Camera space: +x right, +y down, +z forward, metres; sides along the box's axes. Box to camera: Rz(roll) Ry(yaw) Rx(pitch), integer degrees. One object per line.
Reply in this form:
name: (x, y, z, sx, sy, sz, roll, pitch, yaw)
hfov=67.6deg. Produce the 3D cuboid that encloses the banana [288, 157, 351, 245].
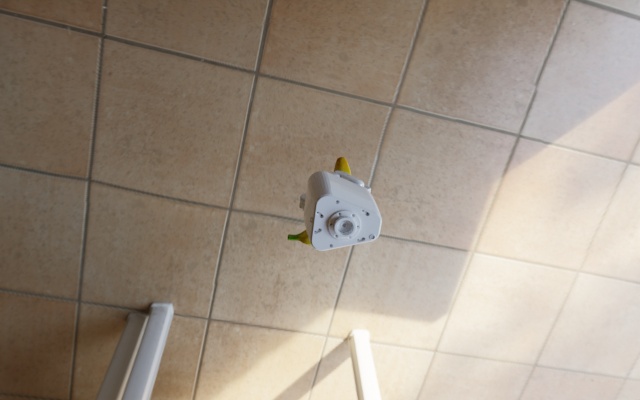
banana: (0.014, 0.014, 0.903, 0.069, 0.198, 0.037, 29, 16, -15)
